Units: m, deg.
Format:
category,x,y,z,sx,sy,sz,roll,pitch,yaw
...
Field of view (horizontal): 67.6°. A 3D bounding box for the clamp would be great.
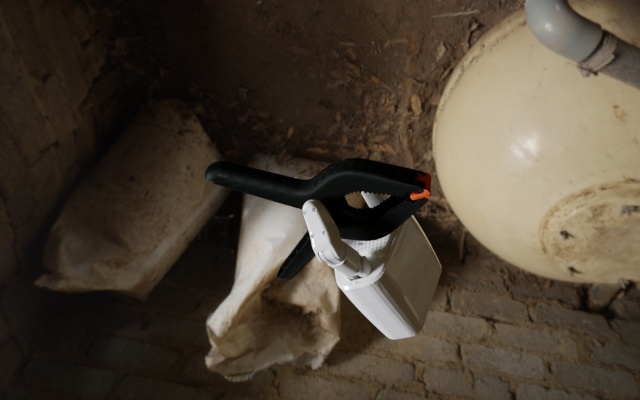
category,x,y,z,sx,sy,sz,roll,pitch,yaw
clamp,0.001,0.002,0.464,0.210,0.165,0.036,-20,34,28
